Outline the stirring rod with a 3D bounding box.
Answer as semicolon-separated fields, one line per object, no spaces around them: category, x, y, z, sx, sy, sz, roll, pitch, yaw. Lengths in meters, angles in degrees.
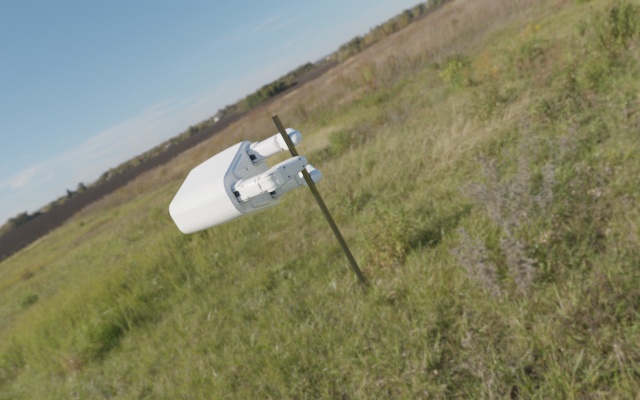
stirring rod;0.000;0.002;0.599;0.011;0.239;0.011;-26;14;7
